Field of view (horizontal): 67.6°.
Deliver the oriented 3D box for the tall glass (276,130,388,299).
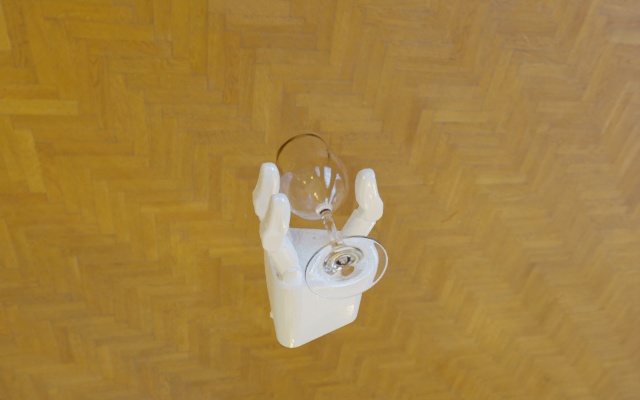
[{"bbox_3d":[0.000,0.002,0.488,0.079,0.079,0.201,0,36,-16],"label":"tall glass"}]
